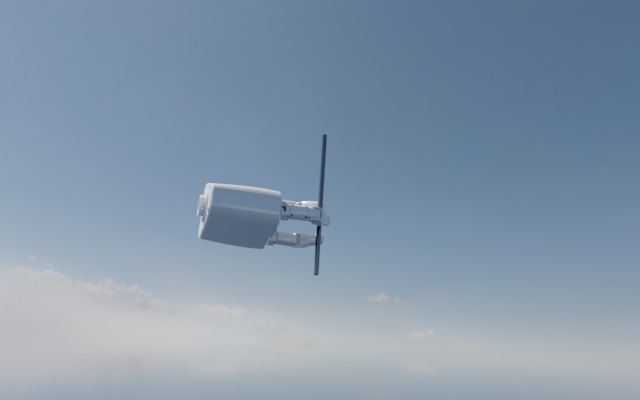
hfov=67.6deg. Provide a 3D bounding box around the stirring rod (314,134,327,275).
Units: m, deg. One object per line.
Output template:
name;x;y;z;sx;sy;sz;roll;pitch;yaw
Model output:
stirring rod;0.000;0.003;0.786;0.011;0.239;0.011;3;-17;1
